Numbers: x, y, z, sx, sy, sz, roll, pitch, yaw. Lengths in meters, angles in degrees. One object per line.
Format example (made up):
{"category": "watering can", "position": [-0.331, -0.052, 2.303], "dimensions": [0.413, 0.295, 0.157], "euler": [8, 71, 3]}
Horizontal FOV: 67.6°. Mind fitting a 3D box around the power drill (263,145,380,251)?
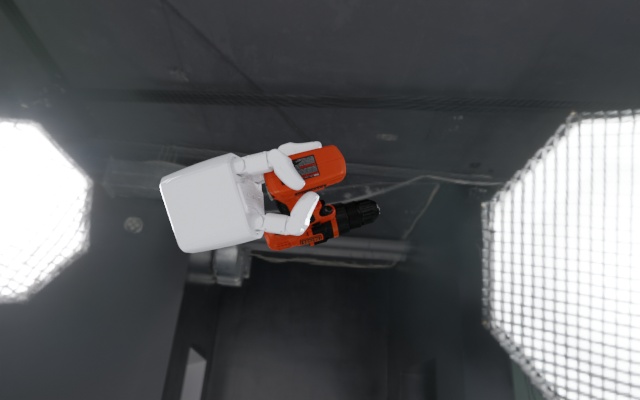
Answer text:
{"category": "power drill", "position": [0.000, 0.002, 0.688], "dimensions": [0.184, 0.057, 0.188], "euler": [-16, -32, -6]}
